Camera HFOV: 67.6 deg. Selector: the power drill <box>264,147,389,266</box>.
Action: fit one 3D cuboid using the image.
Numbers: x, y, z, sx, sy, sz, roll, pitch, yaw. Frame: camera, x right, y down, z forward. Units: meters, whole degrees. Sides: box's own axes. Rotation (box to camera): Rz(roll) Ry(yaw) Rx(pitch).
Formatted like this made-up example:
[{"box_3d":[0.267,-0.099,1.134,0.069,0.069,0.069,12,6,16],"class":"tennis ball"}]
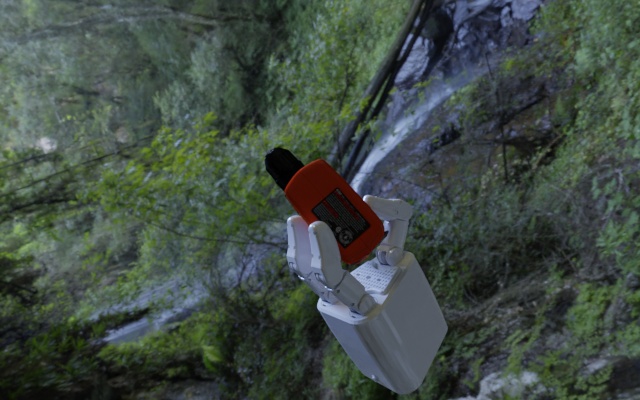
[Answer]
[{"box_3d":[0.000,0.002,0.546,0.057,0.184,0.187,-44,1,-2],"class":"power drill"}]
